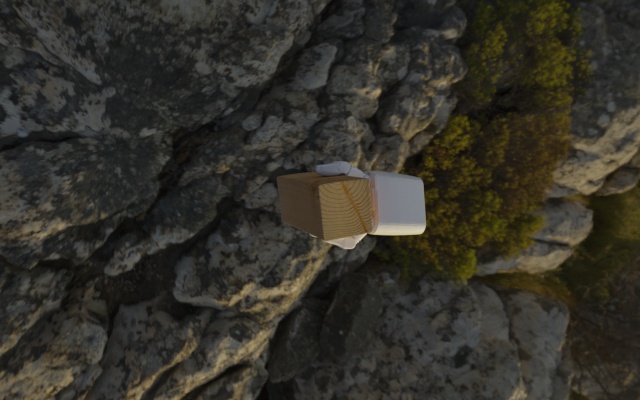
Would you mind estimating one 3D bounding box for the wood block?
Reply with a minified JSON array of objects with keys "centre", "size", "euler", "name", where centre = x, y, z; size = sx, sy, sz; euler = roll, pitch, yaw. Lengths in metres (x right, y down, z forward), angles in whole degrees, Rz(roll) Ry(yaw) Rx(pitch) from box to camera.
[{"centre":[0.001,0.002,0.836],"size":[0.090,0.091,0.206],"euler":[-8,9,-22],"name":"wood block"}]
